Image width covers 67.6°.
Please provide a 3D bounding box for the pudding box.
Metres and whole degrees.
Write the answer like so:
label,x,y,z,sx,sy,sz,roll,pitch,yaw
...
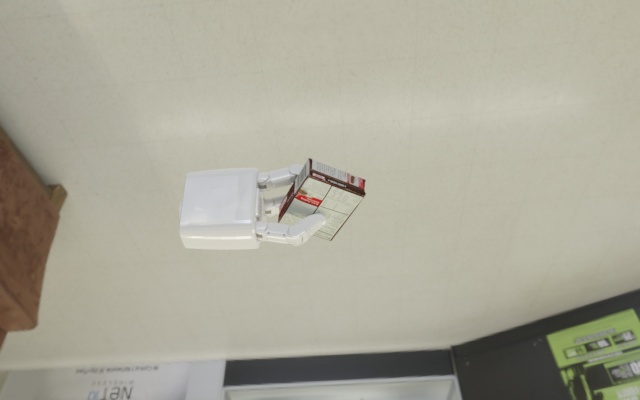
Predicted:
label,x,y,z,sx,sy,sz,roll,pitch,yaw
pudding box,0.000,0.002,0.684,0.090,0.039,0.113,19,-45,-17
